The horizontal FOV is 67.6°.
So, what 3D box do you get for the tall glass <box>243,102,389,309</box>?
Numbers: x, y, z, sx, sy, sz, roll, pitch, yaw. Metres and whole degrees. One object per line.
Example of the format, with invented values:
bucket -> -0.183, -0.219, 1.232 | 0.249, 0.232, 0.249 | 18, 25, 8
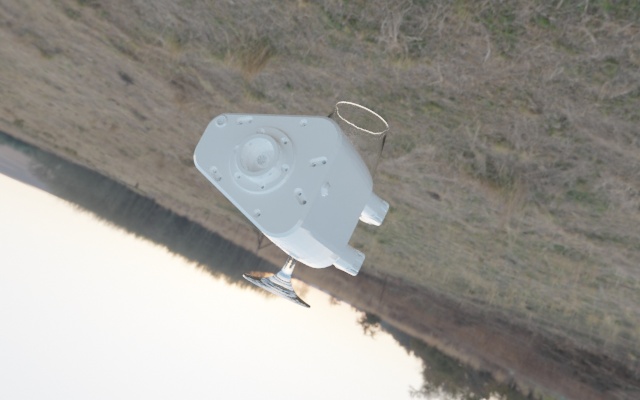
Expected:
tall glass -> 0.000, 0.002, 0.485 | 0.079, 0.201, 0.079 | 26, -8, 4
